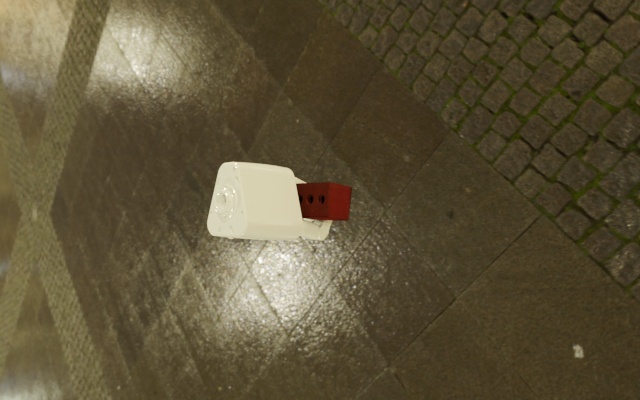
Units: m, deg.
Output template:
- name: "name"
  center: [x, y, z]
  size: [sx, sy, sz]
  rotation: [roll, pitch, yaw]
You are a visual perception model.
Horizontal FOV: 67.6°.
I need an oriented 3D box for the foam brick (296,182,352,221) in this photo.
- name: "foam brick"
  center: [0.000, 0.002, 0.725]
  size: [0.078, 0.053, 0.051]
  rotation: [-1, -9, 41]
